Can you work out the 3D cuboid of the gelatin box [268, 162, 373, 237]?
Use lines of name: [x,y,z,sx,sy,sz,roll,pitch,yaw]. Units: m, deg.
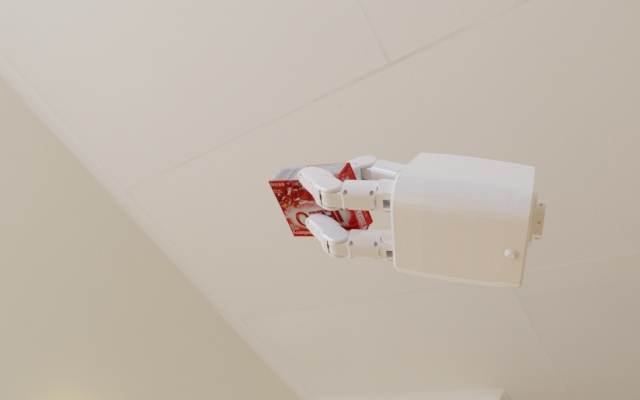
gelatin box: [0.000,0.001,0.485,0.089,0.073,0.030,-1,35,34]
